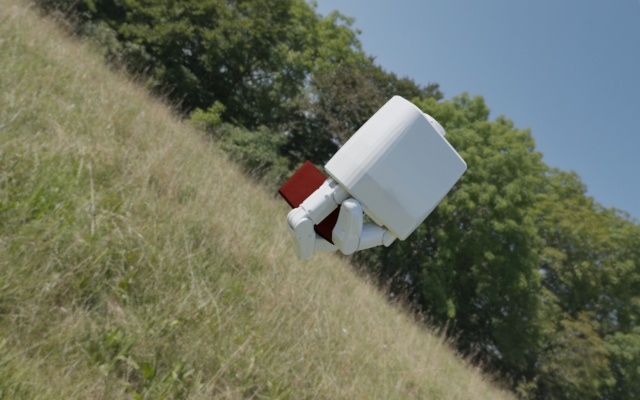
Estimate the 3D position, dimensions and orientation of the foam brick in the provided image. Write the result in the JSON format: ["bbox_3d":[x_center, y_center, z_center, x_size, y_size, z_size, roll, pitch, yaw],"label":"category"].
[{"bbox_3d":[0.000,0.002,0.538,0.053,0.051,0.078,38,6,-45],"label":"foam brick"}]
